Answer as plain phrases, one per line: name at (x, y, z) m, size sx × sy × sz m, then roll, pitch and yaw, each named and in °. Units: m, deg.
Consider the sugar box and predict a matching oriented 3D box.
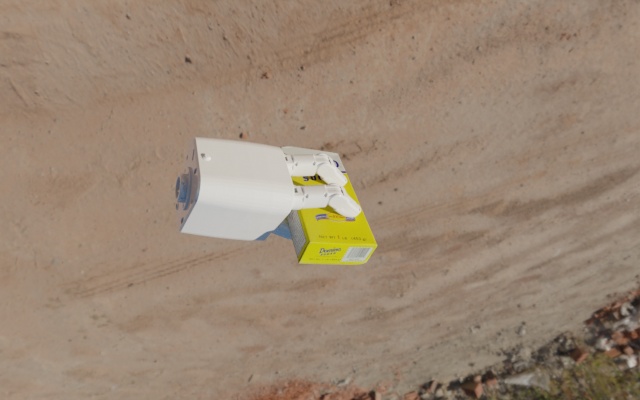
sugar box at (0.000, 0.002, 0.619) m, size 0.093 × 0.176 × 0.048 m, roll 5°, pitch -45°, yaw -26°
